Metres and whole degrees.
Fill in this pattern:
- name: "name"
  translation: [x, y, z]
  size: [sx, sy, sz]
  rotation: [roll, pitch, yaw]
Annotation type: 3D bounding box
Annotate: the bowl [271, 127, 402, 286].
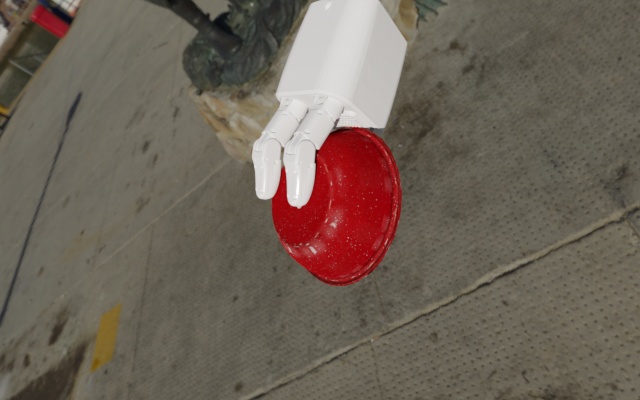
- name: "bowl"
  translation: [0.000, 0.003, 0.466]
  size: [0.055, 0.162, 0.162]
  rotation: [9, -6, -40]
